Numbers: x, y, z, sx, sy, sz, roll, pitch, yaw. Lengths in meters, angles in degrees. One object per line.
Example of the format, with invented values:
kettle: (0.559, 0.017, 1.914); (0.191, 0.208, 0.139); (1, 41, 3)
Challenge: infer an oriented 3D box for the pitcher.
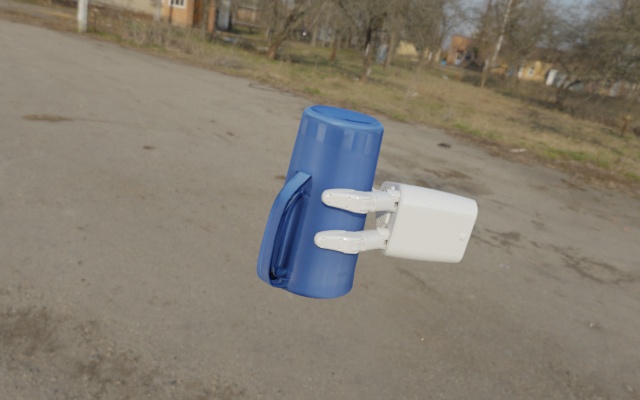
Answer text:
pitcher: (0.000, 0.002, 0.643); (0.145, 0.243, 0.149); (9, 19, -9)
